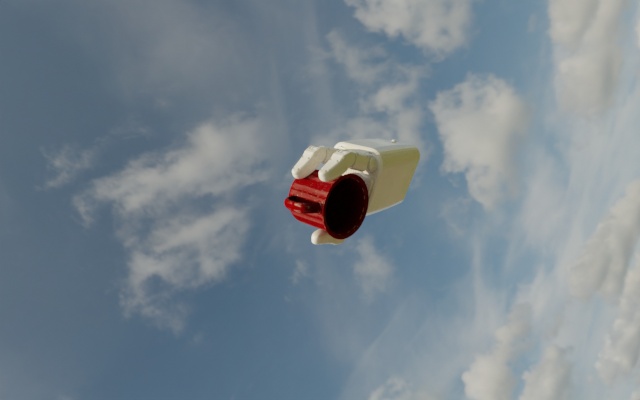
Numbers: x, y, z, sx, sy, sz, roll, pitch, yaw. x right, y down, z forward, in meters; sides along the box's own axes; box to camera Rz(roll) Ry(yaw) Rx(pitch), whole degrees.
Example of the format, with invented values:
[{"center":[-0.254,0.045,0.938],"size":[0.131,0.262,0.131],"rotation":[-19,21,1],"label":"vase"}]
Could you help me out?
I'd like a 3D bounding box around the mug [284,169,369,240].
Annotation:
[{"center":[-0.001,0.002,0.674],"size":[0.117,0.093,0.081],"rotation":[-11,20,-43],"label":"mug"}]
